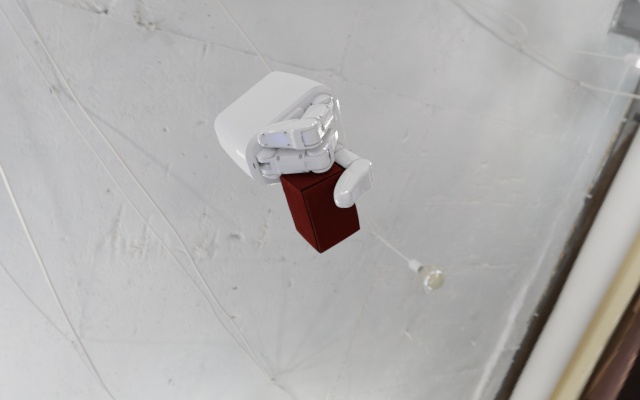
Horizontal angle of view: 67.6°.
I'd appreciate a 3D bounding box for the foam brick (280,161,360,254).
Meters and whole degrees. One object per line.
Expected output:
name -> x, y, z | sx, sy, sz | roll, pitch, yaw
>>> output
foam brick -> 0.000, 0.002, 0.482 | 0.053, 0.078, 0.051 | -28, 35, -20
